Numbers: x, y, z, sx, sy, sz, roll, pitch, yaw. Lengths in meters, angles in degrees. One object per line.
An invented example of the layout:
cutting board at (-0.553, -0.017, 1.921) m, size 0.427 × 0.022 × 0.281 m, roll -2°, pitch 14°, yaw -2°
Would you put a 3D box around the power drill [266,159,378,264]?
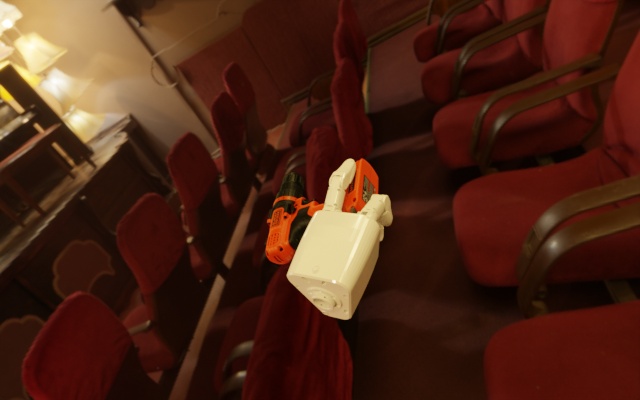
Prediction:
power drill at (0.000, 0.003, 0.764) m, size 0.188 × 0.184 × 0.057 m, roll -23°, pitch -48°, yaw 30°
